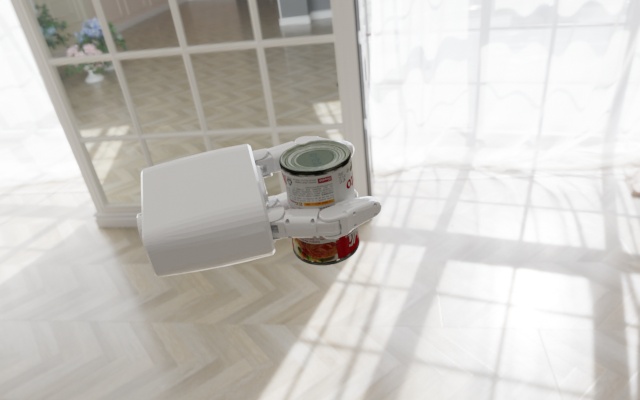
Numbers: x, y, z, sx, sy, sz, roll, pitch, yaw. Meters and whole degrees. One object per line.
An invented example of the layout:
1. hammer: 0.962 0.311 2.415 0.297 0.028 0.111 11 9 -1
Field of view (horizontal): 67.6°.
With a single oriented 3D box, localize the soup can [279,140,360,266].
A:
1. soup can: 0.001 0.001 0.458 0.068 0.102 0.068 -6 31 3
